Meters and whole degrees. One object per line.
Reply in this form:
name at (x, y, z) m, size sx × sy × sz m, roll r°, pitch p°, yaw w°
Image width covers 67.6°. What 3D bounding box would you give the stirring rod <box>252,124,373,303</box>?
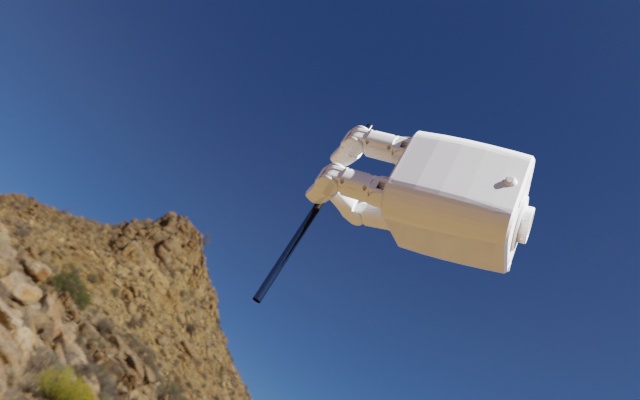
stirring rod at (0.000, 0.002, 0.479) m, size 0.011 × 0.239 × 0.011 m, roll 23°, pitch -33°, yaw 16°
